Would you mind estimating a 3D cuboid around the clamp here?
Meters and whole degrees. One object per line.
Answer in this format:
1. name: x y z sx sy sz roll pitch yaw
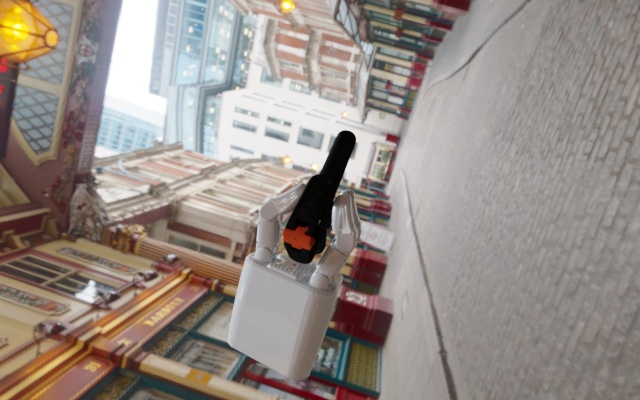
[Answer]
1. clamp: -0.001 0.002 0.519 0.036 0.164 0.210 16 9 6
